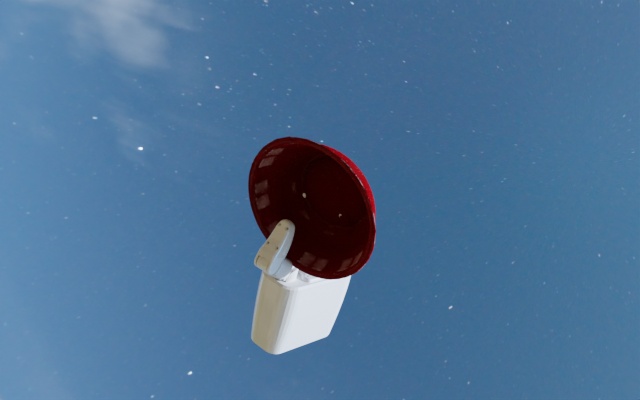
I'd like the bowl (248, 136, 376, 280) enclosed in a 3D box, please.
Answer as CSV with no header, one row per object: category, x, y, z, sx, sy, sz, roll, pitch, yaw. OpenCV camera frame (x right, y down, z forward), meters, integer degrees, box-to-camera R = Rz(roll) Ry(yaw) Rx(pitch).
bowl,0.001,0.001,0.511,0.162,0.162,0.055,0,24,38
